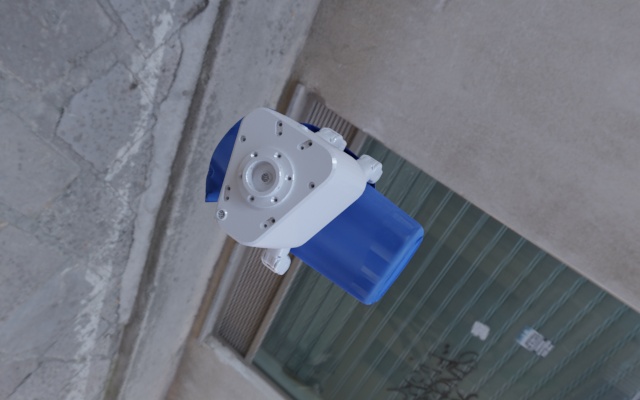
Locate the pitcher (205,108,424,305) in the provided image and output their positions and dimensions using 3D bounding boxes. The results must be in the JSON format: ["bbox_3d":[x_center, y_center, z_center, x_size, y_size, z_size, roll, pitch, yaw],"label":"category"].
[{"bbox_3d":[0.000,0.002,0.566,0.243,0.149,0.145,36,5,16],"label":"pitcher"}]
